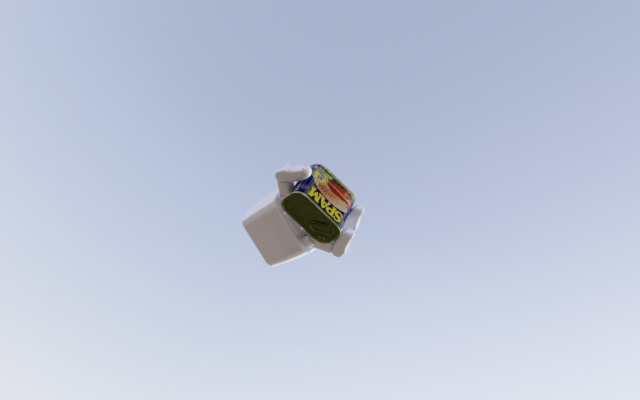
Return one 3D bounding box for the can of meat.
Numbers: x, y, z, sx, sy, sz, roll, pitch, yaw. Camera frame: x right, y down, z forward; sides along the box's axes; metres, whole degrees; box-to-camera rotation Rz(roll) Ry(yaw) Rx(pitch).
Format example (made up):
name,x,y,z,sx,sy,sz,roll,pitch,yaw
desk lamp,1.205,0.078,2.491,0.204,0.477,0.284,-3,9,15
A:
name,x,y,z,sx,sy,sz,roll,pitch,yaw
can of meat,0.000,0.002,0.758,0.057,0.102,0.084,-32,19,43
